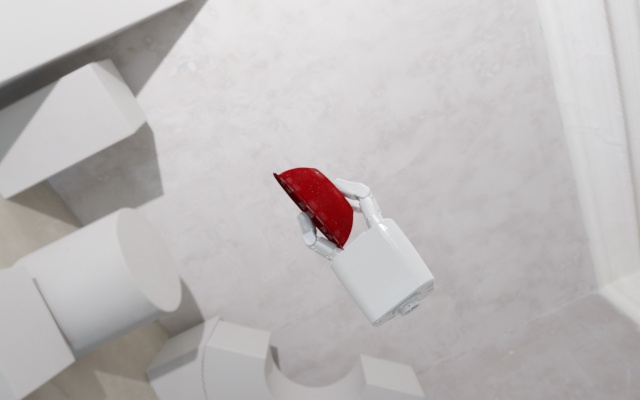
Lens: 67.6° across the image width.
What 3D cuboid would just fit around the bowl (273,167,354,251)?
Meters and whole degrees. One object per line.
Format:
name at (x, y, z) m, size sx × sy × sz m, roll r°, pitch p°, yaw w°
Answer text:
bowl at (0.000, 0.001, 0.726) m, size 0.055 × 0.162 × 0.162 m, roll -42°, pitch 5°, yaw -6°
